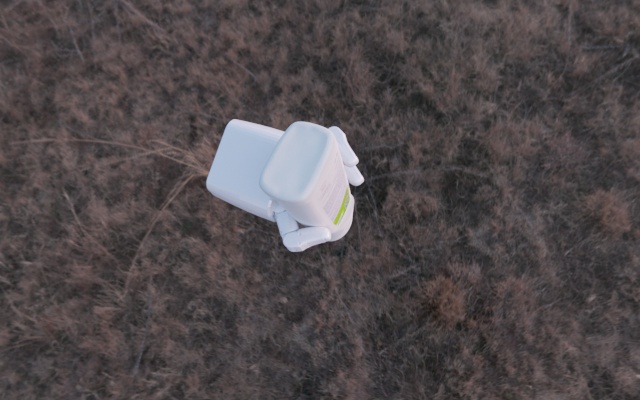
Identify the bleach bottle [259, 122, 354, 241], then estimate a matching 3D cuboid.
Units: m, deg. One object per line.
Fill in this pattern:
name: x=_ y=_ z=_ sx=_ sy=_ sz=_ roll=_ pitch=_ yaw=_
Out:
bleach bottle: x=0.000 y=0.002 z=0.635 sx=0.068 sy=0.102 sz=0.251 roll=20 pitch=-17 yaw=20
